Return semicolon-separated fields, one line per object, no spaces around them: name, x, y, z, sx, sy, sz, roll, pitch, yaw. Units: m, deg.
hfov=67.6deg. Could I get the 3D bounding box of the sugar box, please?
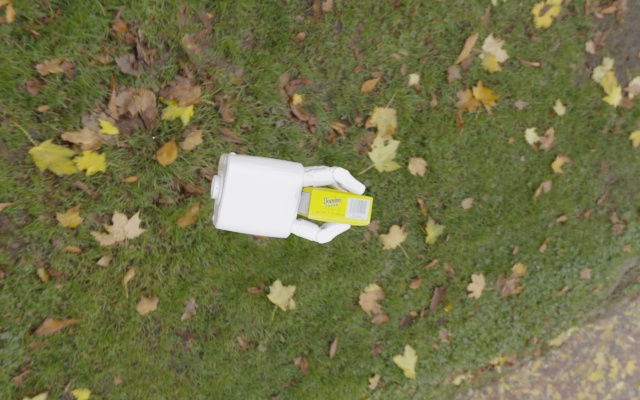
sugar box;0.000;0.002;0.727;0.093;0.048;0.176;8;4;-20
